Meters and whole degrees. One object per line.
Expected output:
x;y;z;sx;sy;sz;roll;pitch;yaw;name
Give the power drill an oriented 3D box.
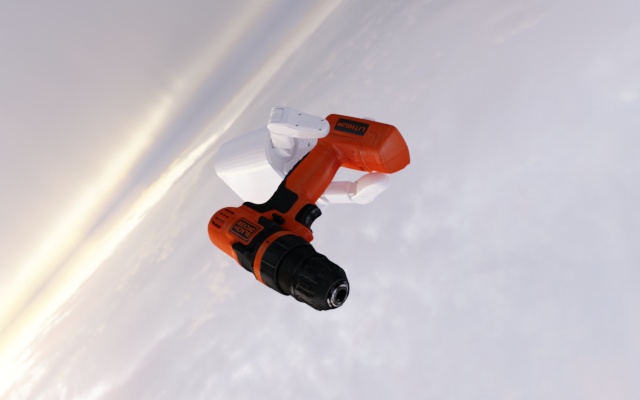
0.000;0.001;0.449;0.184;0.057;0.187;23;61;44;power drill
